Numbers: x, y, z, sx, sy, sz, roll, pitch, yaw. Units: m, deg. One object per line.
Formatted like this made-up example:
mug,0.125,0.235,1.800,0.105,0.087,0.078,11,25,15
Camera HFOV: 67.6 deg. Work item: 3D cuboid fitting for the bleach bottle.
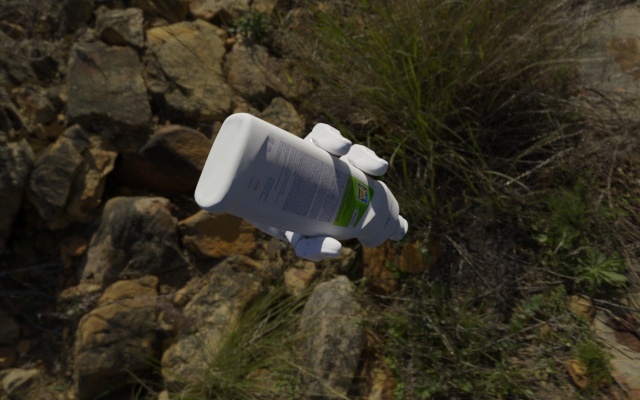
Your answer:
bleach bottle,0.000,0.002,0.517,0.251,0.102,0.068,24,-6,-35
